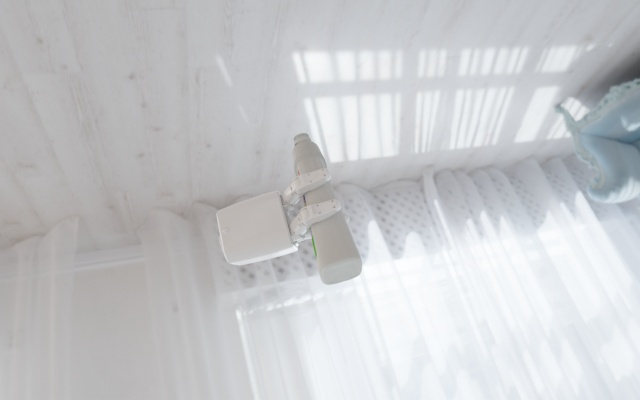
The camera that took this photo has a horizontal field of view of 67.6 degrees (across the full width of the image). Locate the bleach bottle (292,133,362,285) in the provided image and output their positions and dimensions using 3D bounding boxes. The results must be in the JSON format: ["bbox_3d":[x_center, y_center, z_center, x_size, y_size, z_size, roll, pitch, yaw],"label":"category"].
[{"bbox_3d":[0.000,0.003,0.777,0.068,0.250,0.103,-15,-27,-3],"label":"bleach bottle"}]
